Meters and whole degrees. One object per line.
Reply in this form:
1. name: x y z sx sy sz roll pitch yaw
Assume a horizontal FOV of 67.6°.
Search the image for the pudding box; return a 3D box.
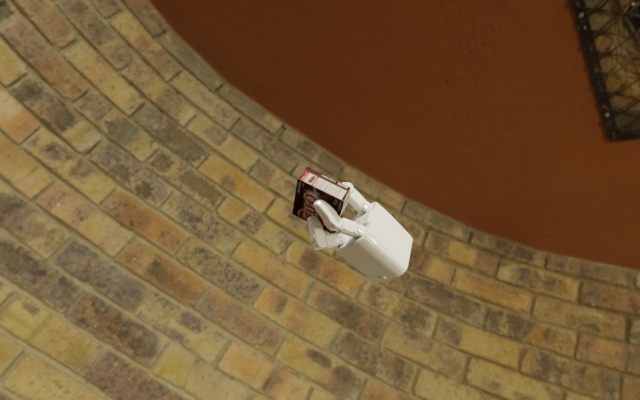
1. pudding box: 0.000 0.003 0.849 0.090 0.039 0.114 26 -37 9
